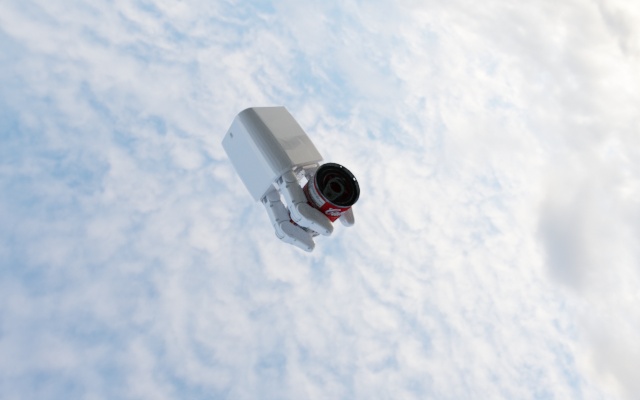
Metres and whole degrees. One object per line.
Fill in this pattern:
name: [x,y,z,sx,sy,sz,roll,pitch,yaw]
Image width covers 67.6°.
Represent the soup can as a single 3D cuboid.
soup can: [0.000,0.003,0.664,0.068,0.068,0.102,0,-28,-32]
